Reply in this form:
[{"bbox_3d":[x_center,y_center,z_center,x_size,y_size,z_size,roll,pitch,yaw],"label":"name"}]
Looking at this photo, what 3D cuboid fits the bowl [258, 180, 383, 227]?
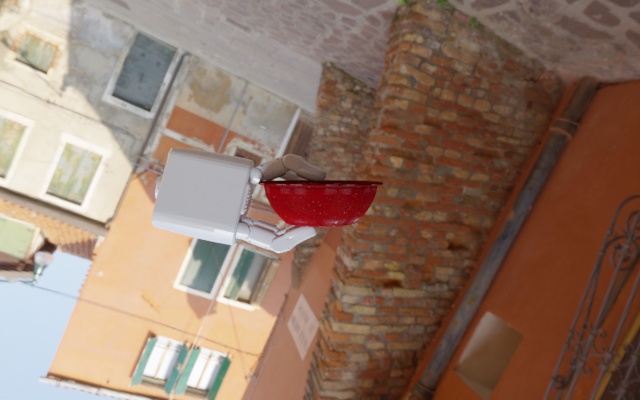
[{"bbox_3d":[0.001,0.002,0.621,0.162,0.055,0.162,0,4,0],"label":"bowl"}]
